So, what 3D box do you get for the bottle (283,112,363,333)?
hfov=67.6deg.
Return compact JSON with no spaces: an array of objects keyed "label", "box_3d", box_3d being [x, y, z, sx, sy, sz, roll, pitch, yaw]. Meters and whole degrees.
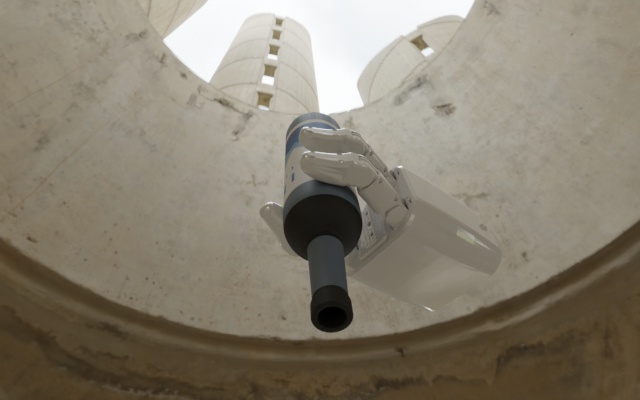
[{"label":"bottle","box_3d":[0.000,0.001,0.430,0.069,0.069,0.295,0,30,-3]}]
